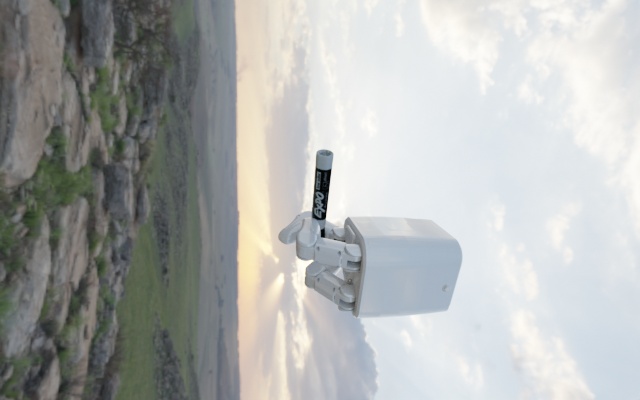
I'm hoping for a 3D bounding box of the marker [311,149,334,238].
[{"bbox_3d":[0.000,0.002,0.526,0.020,0.121,0.020,4,32,-2],"label":"marker"}]
